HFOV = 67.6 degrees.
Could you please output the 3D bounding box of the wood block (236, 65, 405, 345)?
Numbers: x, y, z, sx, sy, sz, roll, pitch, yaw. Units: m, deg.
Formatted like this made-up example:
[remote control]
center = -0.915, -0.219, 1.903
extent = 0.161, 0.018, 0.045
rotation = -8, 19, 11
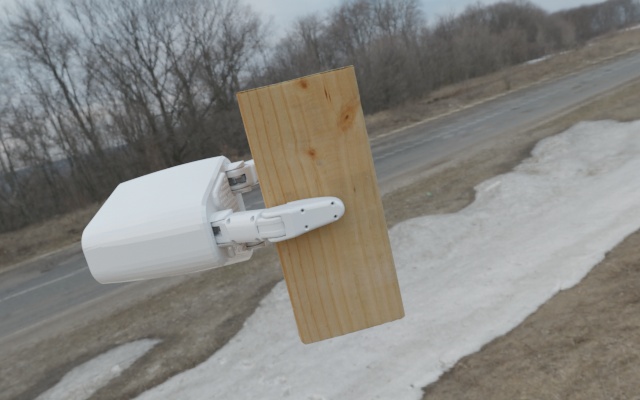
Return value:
[wood block]
center = 0.000, 0.001, 0.409
extent = 0.090, 0.206, 0.091
rotation = -14, 13, -4
